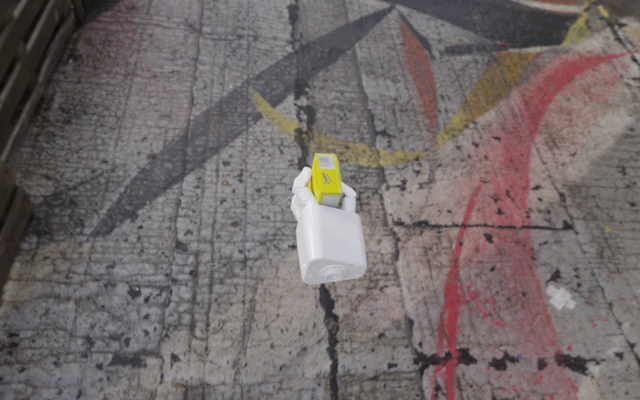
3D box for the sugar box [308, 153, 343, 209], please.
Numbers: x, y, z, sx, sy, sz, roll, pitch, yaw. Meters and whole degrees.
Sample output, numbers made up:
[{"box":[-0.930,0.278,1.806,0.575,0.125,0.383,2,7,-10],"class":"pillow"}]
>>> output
[{"box":[0.000,0.003,0.899,0.048,0.093,0.176,2,-38,-12],"class":"sugar box"}]
